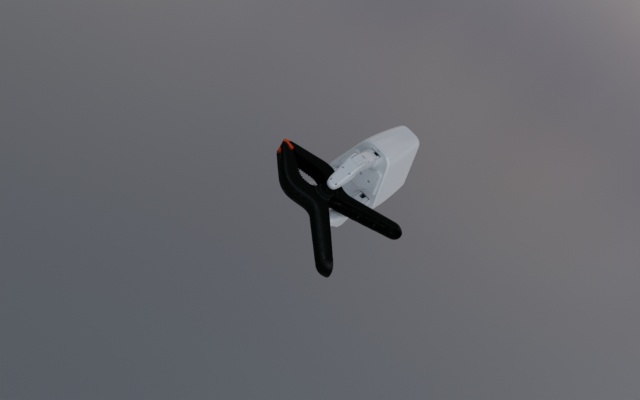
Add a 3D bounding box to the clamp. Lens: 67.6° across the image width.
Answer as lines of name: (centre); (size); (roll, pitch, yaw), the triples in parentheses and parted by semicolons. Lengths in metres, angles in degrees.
clamp: (0.000, 0.001, 0.650); (0.164, 0.210, 0.036); (-29, -18, -47)
